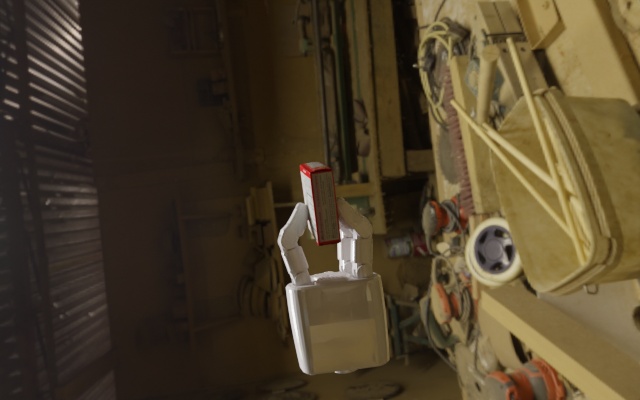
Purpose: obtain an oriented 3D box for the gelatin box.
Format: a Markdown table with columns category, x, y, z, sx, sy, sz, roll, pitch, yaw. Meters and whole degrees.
| category | x | y | z | sx | sy | sz | roll | pitch | yaw |
| --- | --- | --- | --- | --- | --- | --- | --- | --- | --- |
| gelatin box | 0.000 | 0.002 | 0.572 | 0.030 | 0.089 | 0.073 | -10 | 13 | -9 |
